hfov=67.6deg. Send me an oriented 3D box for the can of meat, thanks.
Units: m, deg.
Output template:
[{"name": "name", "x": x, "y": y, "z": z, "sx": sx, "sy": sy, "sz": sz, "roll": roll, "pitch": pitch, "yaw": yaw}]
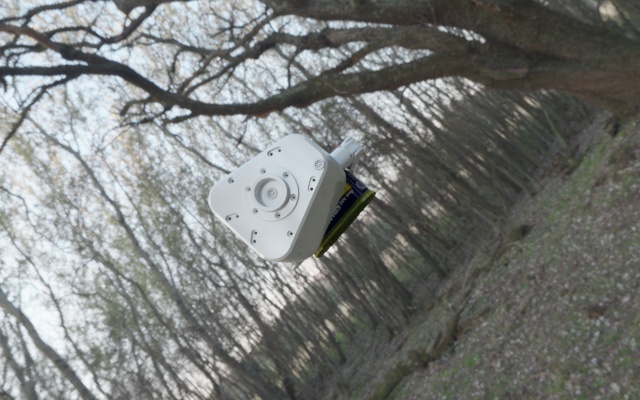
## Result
[{"name": "can of meat", "x": 0.000, "y": 0.002, "z": 0.559, "sx": 0.084, "sy": 0.102, "sz": 0.057, "roll": 42, "pitch": 6, "yaw": 10}]
